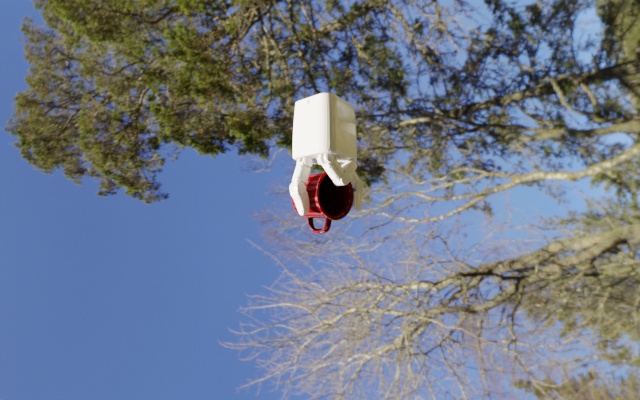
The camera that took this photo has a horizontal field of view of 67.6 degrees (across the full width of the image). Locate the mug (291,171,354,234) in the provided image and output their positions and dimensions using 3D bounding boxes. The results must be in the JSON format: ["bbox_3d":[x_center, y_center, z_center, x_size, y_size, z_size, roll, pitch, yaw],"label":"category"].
[{"bbox_3d":[0.000,0.004,0.883,0.093,0.117,0.081,6,-7,-42],"label":"mug"}]
